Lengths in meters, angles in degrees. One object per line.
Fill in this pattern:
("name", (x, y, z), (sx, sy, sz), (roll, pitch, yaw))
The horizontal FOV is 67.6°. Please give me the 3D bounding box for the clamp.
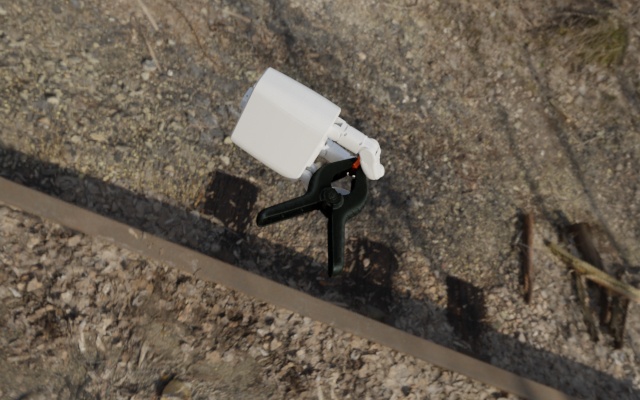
("clamp", (0.000, 0.002, 0.605), (0.120, 0.171, 0.039), (31, -35, -5))
